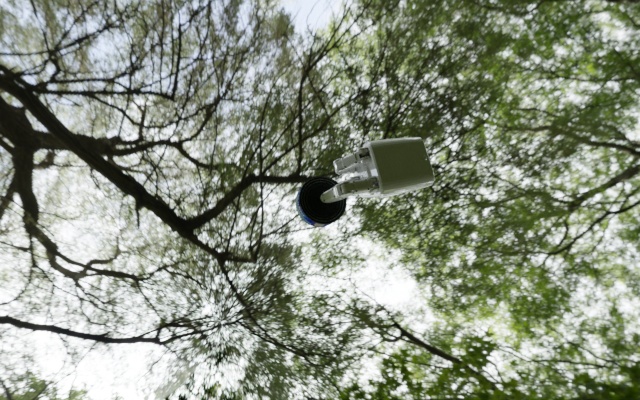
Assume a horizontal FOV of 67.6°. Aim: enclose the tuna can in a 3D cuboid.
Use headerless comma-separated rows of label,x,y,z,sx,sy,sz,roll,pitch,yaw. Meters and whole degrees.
tuna can,0.000,0.003,0.831,0.086,0.086,0.034,0,-15,-17
